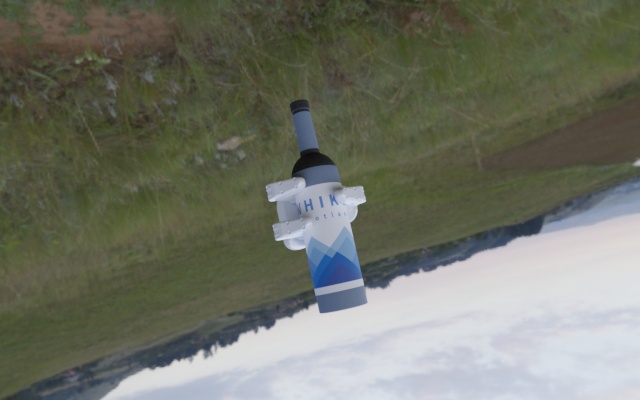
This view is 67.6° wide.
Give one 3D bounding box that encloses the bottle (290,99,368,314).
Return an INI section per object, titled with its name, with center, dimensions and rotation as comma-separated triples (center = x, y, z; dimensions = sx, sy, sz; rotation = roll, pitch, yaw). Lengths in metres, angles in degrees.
[bottle]
center = 0.000, 0.002, 0.661
dimensions = 0.069, 0.295, 0.069
rotation = -12, -9, -2
